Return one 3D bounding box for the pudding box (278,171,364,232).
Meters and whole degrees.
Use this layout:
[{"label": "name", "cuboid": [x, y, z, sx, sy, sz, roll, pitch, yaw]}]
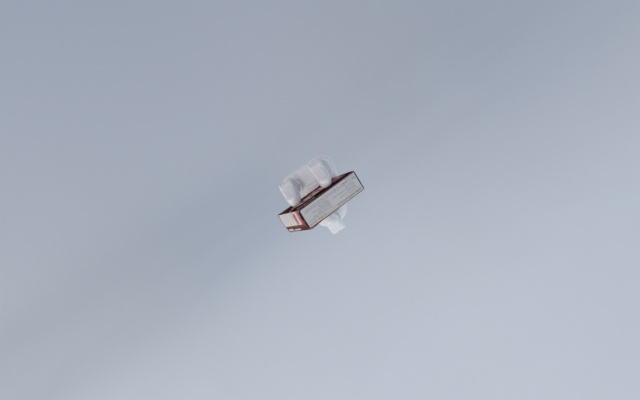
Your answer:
[{"label": "pudding box", "cuboid": [0.000, 0.003, 0.730, 0.113, 0.039, 0.090, -38, 8, -22]}]
